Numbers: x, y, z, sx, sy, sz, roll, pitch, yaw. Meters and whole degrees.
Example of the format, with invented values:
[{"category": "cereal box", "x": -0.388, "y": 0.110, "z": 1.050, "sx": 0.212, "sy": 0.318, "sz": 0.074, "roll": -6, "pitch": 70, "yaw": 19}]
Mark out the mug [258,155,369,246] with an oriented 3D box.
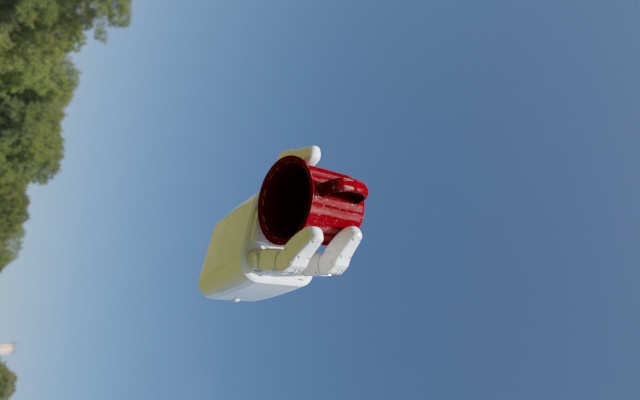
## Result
[{"category": "mug", "x": 0.001, "y": 0.001, "z": 0.501, "sx": 0.081, "sy": 0.093, "sz": 0.117, "roll": 12, "pitch": -27, "yaw": -40}]
